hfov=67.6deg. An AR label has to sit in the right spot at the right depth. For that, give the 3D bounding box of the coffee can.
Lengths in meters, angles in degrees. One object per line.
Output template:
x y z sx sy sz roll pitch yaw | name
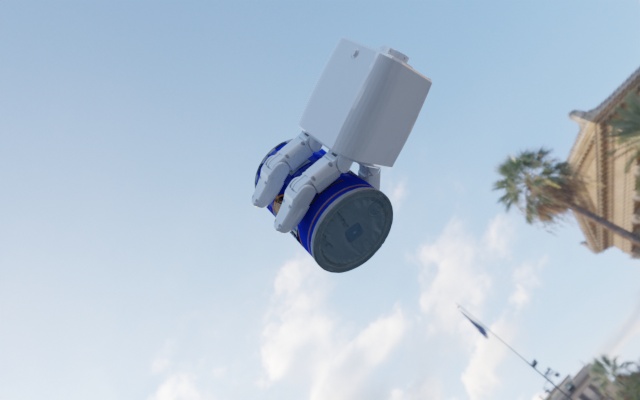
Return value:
0.000 0.002 0.550 0.103 0.103 0.140 0 28 -37 | coffee can
